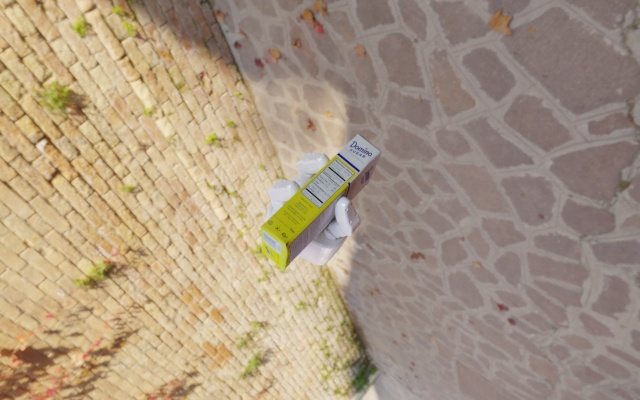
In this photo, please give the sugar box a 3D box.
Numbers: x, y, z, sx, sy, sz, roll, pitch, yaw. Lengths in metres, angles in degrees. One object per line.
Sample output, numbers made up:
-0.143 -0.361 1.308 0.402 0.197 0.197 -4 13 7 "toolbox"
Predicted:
0.000 0.002 0.606 0.048 0.176 0.093 38 -23 11 "sugar box"
